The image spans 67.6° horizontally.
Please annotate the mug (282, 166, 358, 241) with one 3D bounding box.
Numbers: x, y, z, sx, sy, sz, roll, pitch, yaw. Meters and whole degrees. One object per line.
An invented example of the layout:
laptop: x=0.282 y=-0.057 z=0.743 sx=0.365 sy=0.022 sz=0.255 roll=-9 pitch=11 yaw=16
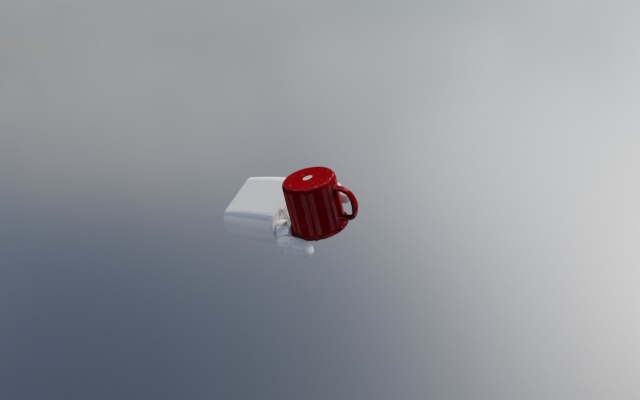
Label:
mug: x=0.001 y=0.002 z=0.706 sx=0.117 sy=0.081 sz=0.093 roll=5 pitch=32 yaw=31
